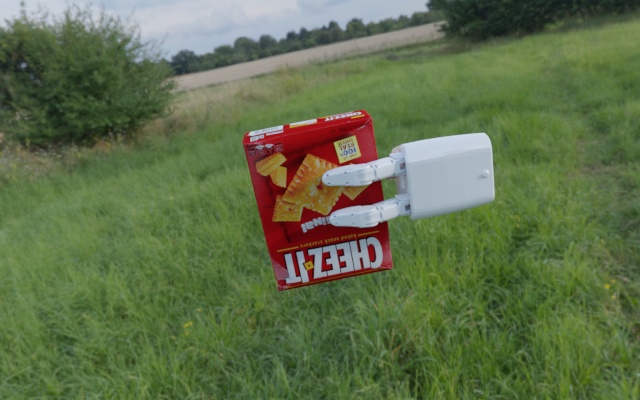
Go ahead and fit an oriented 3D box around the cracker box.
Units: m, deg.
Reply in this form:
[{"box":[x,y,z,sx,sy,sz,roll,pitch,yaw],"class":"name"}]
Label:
[{"box":[0.000,0.002,0.637,0.164,0.214,0.072,-11,20,0],"class":"cracker box"}]
